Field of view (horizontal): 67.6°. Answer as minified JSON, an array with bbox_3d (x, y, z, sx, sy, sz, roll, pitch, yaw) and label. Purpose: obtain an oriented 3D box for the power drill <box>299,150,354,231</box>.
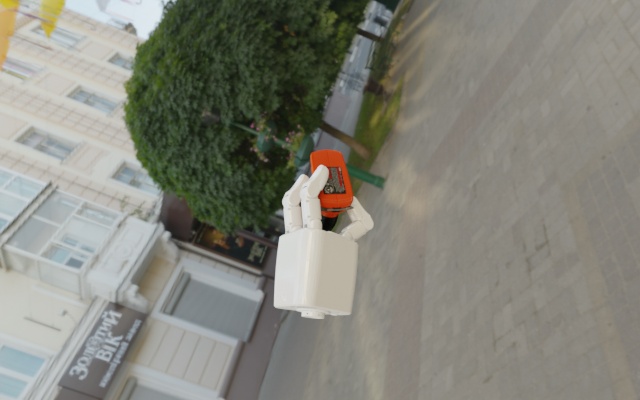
[{"bbox_3d":[0.000,0.003,0.797,0.057,0.184,0.188,-5,-33,-13],"label":"power drill"}]
